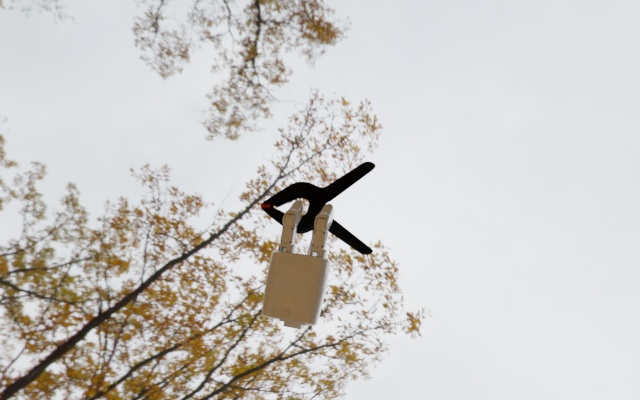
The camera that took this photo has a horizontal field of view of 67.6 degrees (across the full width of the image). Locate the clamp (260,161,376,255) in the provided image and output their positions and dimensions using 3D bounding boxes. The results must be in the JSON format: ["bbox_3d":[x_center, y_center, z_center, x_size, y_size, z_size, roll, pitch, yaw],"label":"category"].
[{"bbox_3d":[0.000,0.003,0.842,0.210,0.164,0.036,6,-16,15],"label":"clamp"}]
